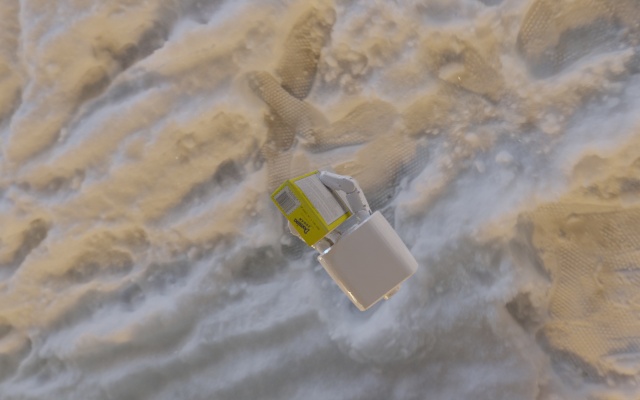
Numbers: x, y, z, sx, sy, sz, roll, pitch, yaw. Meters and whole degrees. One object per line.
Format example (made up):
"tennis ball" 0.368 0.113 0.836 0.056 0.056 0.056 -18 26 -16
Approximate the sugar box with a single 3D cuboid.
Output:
"sugar box" 0.000 0.003 0.732 0.048 0.093 0.176 -40 -5 20
